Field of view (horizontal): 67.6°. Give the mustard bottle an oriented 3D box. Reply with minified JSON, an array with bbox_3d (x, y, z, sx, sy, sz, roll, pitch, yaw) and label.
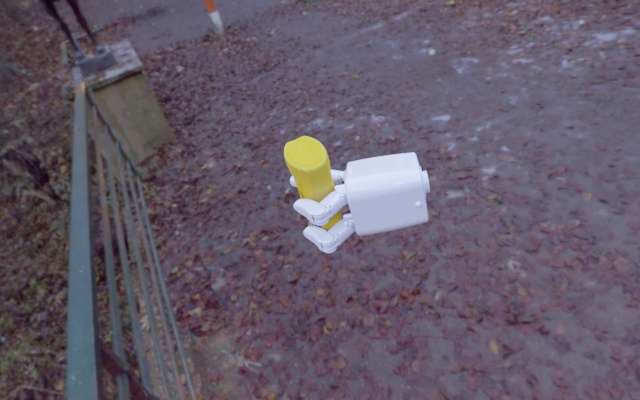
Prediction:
[{"bbox_3d":[0.000,0.002,0.730,0.058,0.192,0.096,-25,38,-10],"label":"mustard bottle"}]
